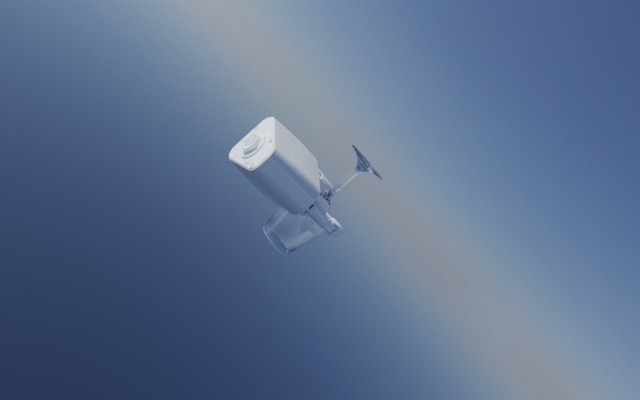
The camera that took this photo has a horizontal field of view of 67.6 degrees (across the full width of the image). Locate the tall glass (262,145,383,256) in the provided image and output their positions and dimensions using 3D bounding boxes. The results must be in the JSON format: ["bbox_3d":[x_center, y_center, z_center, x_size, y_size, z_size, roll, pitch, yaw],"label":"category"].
[{"bbox_3d":[0.001,0.002,0.773,0.201,0.079,0.079,-41,-5,6],"label":"tall glass"}]
